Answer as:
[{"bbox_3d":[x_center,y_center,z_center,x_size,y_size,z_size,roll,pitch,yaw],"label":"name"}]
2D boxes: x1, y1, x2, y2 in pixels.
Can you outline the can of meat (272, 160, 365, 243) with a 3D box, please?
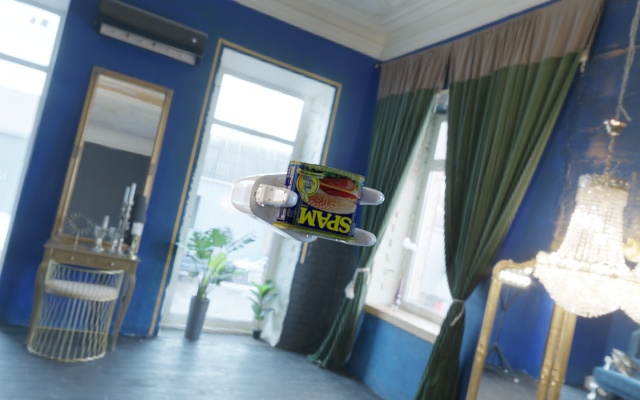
[{"bbox_3d":[0.000,0.002,0.593,0.102,0.084,0.057,13,-4,-22],"label":"can of meat"}]
